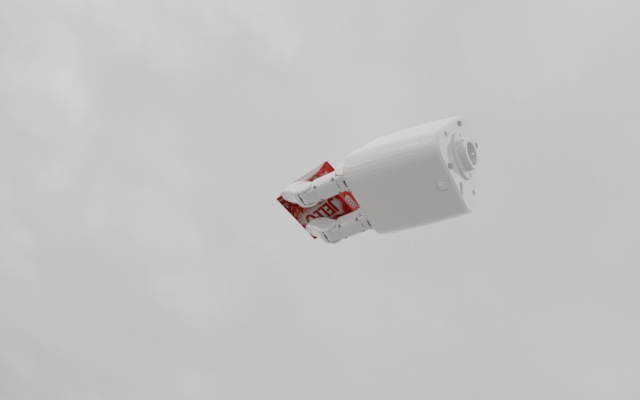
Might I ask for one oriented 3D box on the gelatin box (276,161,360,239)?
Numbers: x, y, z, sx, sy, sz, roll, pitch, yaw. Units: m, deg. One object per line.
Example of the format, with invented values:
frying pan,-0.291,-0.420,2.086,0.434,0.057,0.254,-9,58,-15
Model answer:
gelatin box,0.000,0.002,0.579,0.089,0.073,0.030,-29,20,46
